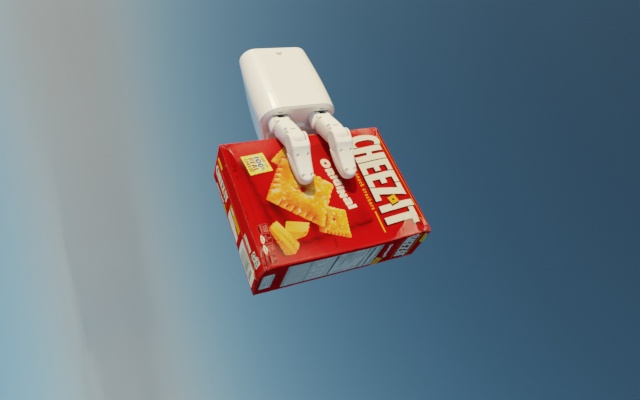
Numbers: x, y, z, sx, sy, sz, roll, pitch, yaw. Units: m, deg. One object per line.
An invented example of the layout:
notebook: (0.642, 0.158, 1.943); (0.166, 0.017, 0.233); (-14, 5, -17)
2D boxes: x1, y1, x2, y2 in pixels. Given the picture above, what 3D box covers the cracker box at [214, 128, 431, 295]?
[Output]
cracker box: (0.000, 0.002, 0.568); (0.213, 0.164, 0.072); (-11, -28, -25)
